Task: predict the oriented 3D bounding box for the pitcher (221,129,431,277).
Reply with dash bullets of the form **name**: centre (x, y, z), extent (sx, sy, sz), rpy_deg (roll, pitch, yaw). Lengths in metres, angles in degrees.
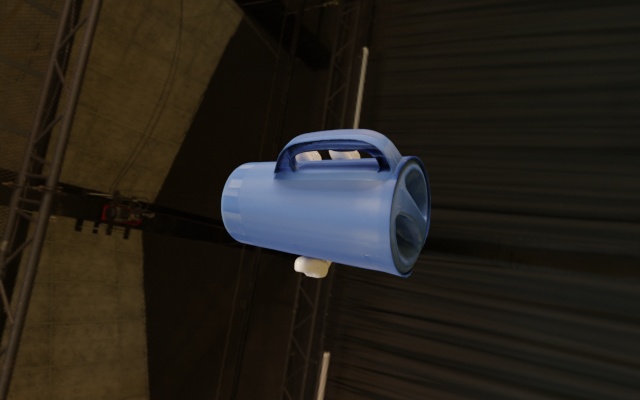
- **pitcher**: centre (0.000, 0.002, 0.577), extent (0.243, 0.149, 0.145), rpy_deg (4, -4, 29)
